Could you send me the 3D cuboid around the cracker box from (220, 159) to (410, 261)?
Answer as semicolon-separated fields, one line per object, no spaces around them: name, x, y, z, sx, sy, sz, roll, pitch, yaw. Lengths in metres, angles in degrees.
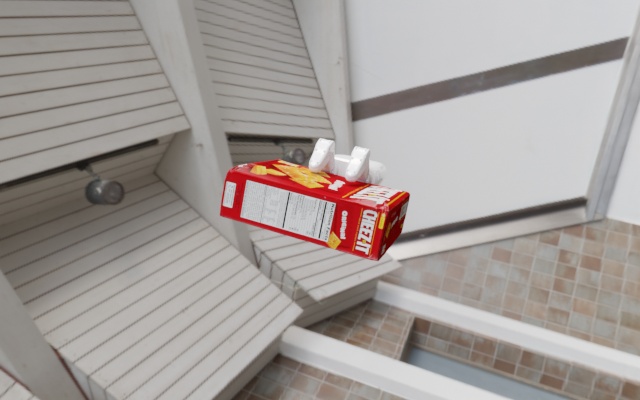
cracker box;0.000;0.002;0.644;0.213;0.072;0.164;14;13;16
